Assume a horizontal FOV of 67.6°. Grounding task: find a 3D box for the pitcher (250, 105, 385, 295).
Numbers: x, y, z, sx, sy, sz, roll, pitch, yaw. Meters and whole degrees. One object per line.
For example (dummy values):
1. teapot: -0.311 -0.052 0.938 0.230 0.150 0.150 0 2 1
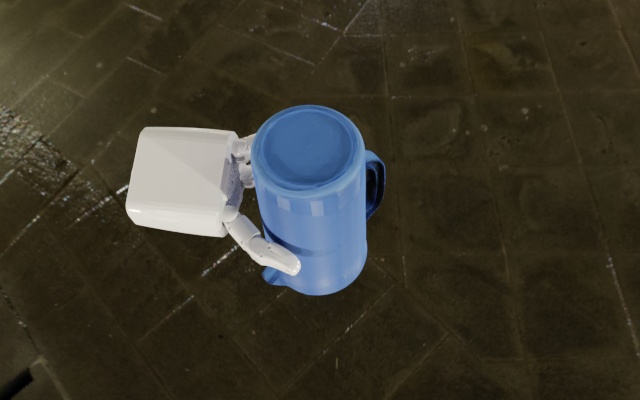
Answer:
1. pitcher: 0.000 0.002 0.545 0.145 0.149 0.243 7 -28 6
